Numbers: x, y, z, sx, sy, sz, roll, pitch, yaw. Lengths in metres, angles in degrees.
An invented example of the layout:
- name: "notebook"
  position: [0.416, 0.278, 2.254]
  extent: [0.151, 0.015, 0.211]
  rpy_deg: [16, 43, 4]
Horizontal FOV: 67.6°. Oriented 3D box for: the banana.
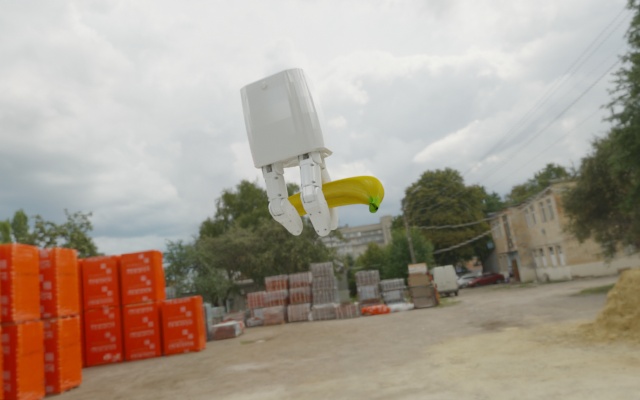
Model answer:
- name: "banana"
  position: [0.015, -0.004, 0.620]
  extent: [0.069, 0.037, 0.198]
  rpy_deg: [-26, 11, -39]
